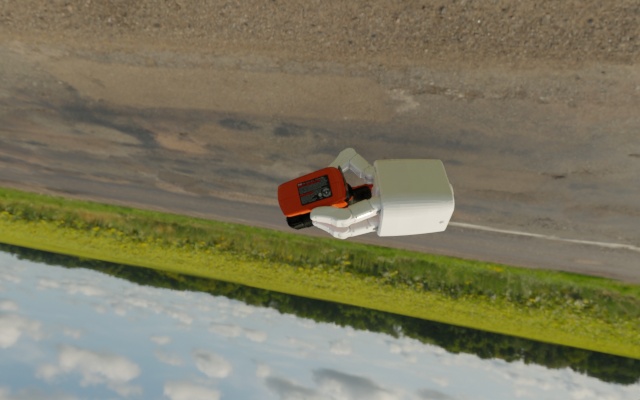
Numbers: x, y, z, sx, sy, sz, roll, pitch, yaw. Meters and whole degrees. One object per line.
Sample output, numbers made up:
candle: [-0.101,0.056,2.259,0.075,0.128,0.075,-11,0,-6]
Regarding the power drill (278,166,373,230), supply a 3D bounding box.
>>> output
power drill: [0.000,0.003,0.793,0.184,0.057,0.188,-20,-12,16]
